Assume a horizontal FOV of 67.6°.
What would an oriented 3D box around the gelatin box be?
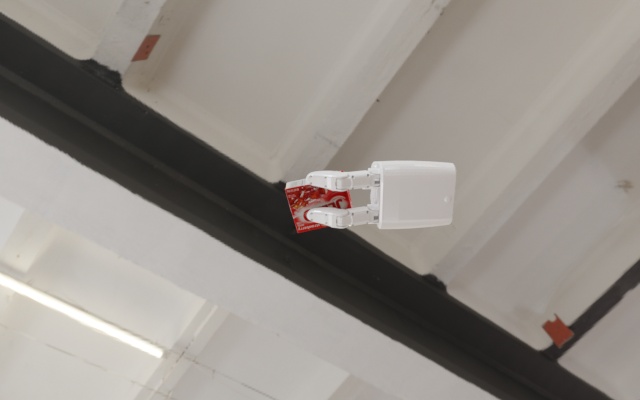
[{"bbox_3d":[0.000,0.002,0.701,0.089,0.073,0.030,-12,22,8],"label":"gelatin box"}]
